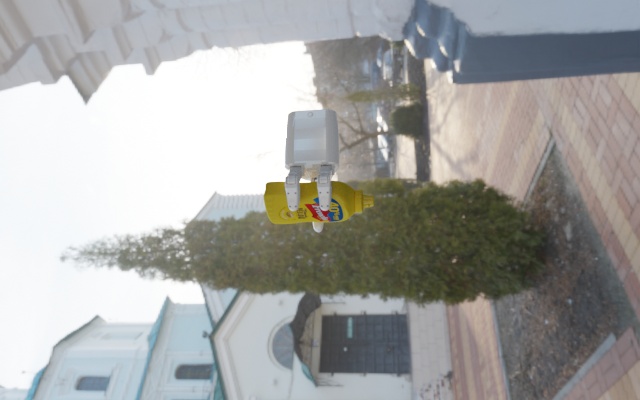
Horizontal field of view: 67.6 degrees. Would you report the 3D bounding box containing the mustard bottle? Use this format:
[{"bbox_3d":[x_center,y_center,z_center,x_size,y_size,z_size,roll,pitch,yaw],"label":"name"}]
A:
[{"bbox_3d":[0.000,0.003,0.859,0.191,0.058,0.096,-2,-38,8],"label":"mustard bottle"}]
